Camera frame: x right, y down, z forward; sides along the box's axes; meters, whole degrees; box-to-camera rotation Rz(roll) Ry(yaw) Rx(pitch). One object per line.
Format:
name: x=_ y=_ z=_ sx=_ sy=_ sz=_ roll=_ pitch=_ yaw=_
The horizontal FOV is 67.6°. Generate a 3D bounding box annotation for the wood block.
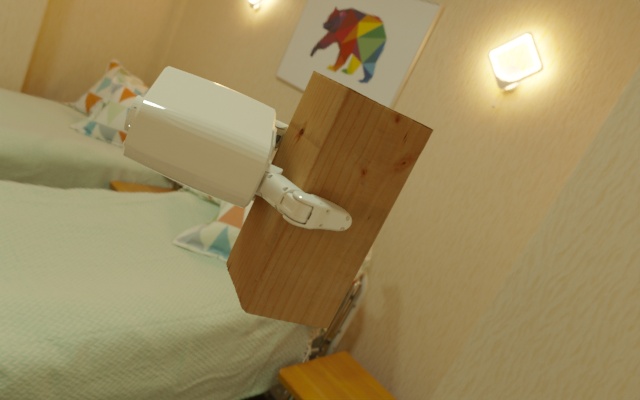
wood block: x=0.000 y=0.001 z=0.439 sx=0.090 sy=0.206 sz=0.090 roll=19 pitch=15 yaw=-28
